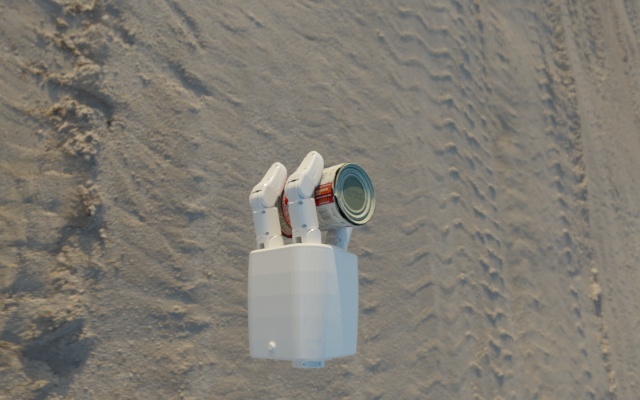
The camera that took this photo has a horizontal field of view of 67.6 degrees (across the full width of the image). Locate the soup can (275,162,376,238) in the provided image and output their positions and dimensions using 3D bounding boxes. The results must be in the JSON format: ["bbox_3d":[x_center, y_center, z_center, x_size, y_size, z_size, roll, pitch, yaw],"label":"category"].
[{"bbox_3d":[0.000,0.001,0.519,0.102,0.068,0.068,-13,-9,42],"label":"soup can"}]
